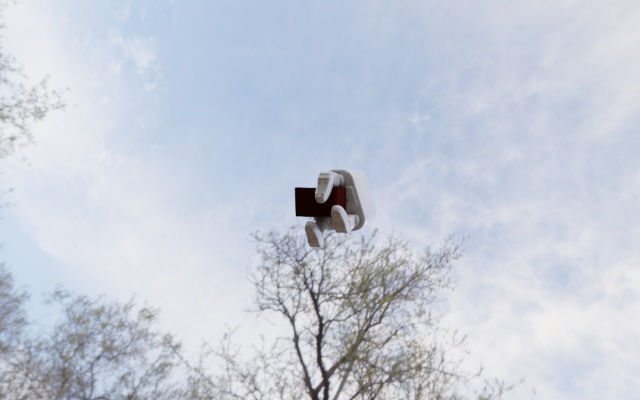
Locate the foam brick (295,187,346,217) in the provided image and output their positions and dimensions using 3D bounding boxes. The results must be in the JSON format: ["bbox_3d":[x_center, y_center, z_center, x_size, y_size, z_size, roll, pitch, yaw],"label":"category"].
[{"bbox_3d":[0.000,0.003,0.831,0.078,0.053,0.051,1,1,21],"label":"foam brick"}]
